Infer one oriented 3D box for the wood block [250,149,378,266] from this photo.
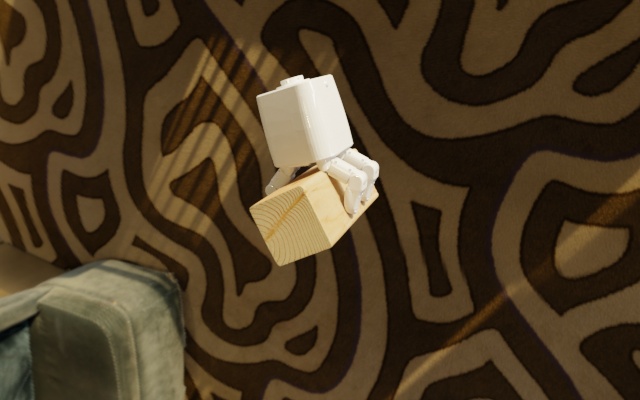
[{"bbox_3d":[0.000,0.002,0.695,0.091,0.090,0.206,-22,8,29],"label":"wood block"}]
